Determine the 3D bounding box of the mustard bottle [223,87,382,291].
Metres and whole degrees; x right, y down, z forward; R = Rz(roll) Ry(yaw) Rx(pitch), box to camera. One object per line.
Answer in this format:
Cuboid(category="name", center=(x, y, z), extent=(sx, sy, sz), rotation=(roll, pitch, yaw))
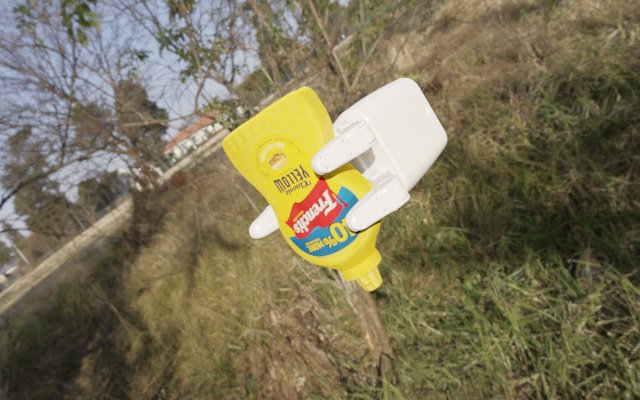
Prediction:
Cuboid(category="mustard bottle", center=(0.000, 0.001, 0.437), extent=(0.096, 0.191, 0.058), rotation=(-29, 10, 25))
